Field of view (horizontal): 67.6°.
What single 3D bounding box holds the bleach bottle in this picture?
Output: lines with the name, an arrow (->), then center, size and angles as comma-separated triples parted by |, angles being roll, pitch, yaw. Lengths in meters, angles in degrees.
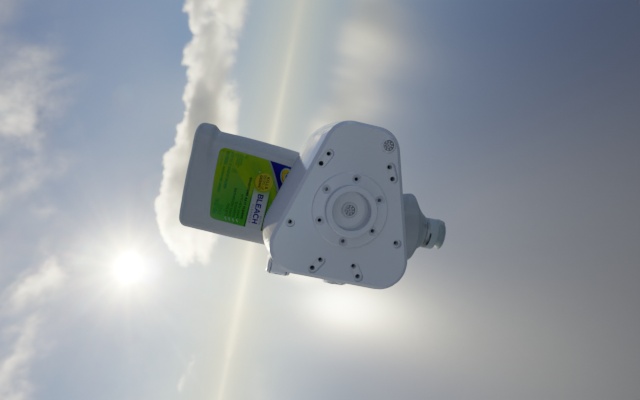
bleach bottle -> 0.000, 0.002, 0.463 | 0.251, 0.102, 0.068 | 12, 3, -7
